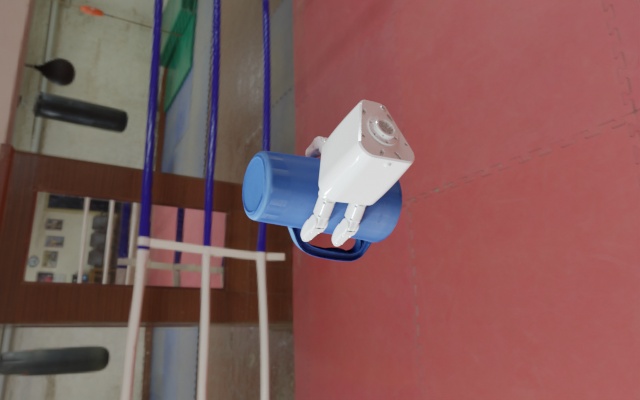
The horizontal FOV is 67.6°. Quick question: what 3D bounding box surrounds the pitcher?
[{"bbox_3d":[0.000,0.002,0.783,0.243,0.149,0.145,9,-36,-29],"label":"pitcher"}]
